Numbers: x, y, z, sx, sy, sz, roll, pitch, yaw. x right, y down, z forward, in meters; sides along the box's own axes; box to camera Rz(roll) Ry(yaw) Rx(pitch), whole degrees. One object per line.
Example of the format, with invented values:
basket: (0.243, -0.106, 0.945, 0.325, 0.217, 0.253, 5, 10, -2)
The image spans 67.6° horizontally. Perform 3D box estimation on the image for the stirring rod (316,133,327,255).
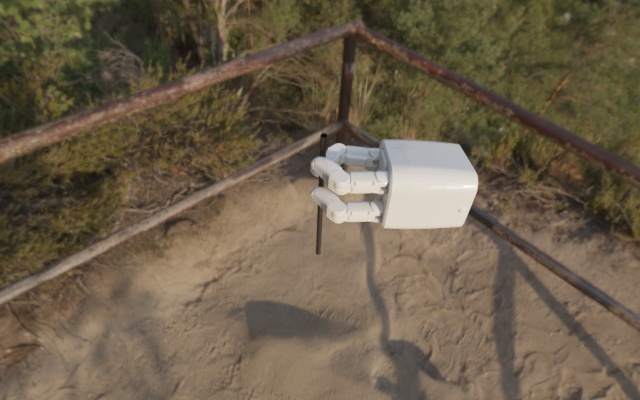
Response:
stirring rod: (0.000, 0.002, 0.657, 0.011, 0.011, 0.240, 0, -41, -2)
